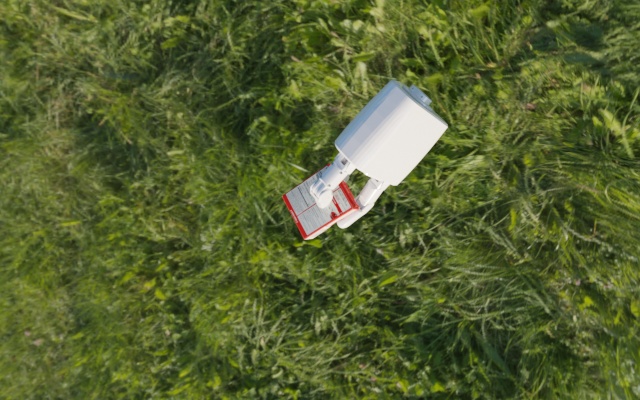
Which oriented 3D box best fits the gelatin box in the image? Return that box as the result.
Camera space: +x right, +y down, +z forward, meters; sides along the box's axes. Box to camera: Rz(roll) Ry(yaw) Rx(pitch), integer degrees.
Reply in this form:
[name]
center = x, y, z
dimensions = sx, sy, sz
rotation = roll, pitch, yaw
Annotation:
[gelatin box]
center = 0.000, 0.002, 0.674
dimensions = 0.089, 0.073, 0.030
rotation = -33, -14, 18
